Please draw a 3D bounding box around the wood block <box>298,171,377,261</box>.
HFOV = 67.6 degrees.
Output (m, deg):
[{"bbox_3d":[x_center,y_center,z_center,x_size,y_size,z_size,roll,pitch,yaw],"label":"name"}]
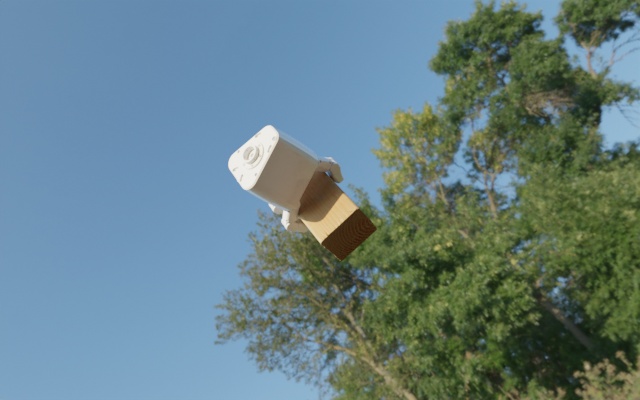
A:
[{"bbox_3d":[0.000,0.002,0.896,0.206,0.091,0.090,49,3,40],"label":"wood block"}]
